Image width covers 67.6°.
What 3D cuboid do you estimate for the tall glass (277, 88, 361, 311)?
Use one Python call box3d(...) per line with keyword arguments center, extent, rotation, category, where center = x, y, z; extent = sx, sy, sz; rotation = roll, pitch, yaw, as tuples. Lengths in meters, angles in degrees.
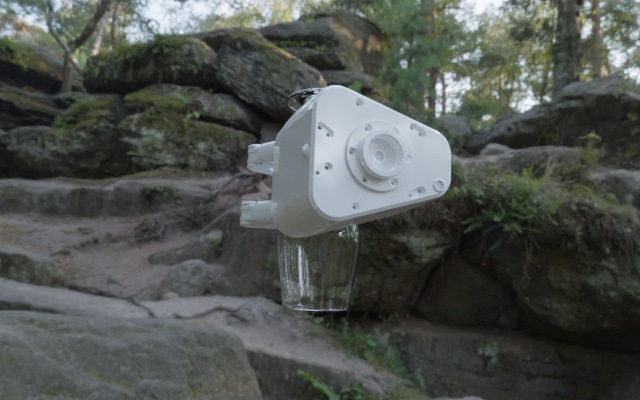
box3d(center=(0.000, 0.001, 0.455), extent=(0.079, 0.201, 0.079), rotation=(2, -9, 0), category="tall glass")
